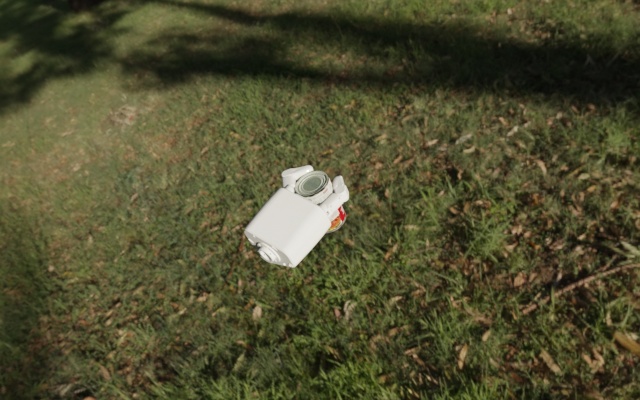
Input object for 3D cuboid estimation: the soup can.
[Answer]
[{"bbox_3d":[0.000,0.002,0.897,0.068,0.068,0.102,0,-44,28],"label":"soup can"}]
